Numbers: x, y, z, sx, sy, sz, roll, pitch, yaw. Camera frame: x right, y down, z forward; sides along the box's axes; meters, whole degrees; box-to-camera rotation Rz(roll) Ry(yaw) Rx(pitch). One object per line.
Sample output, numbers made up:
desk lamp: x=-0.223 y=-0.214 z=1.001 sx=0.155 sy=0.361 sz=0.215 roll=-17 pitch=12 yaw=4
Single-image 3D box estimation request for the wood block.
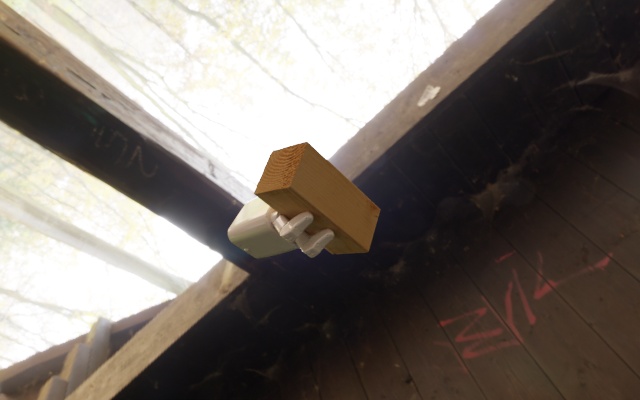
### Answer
wood block: x=0.000 y=0.003 z=0.811 sx=0.090 sy=0.090 sz=0.206 roll=-9 pitch=-38 yaw=42
